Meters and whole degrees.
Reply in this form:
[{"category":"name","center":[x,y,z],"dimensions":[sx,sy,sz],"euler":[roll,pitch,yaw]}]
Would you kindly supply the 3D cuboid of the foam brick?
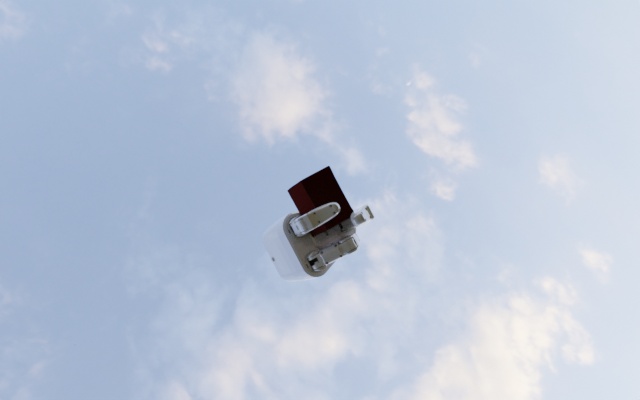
[{"category":"foam brick","center":[0.000,0.002,0.661],"dimensions":[0.053,0.078,0.051],"euler":[-27,0,-29]}]
